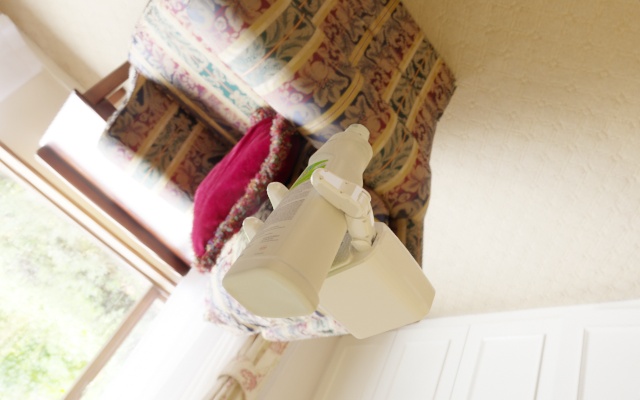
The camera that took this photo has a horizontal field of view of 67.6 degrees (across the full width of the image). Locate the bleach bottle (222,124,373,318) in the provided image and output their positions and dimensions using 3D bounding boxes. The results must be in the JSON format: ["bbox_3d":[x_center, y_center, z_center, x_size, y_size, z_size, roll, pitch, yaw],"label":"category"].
[{"bbox_3d":[0.000,0.002,0.502,0.102,0.068,0.250,-19,31,46],"label":"bleach bottle"}]
